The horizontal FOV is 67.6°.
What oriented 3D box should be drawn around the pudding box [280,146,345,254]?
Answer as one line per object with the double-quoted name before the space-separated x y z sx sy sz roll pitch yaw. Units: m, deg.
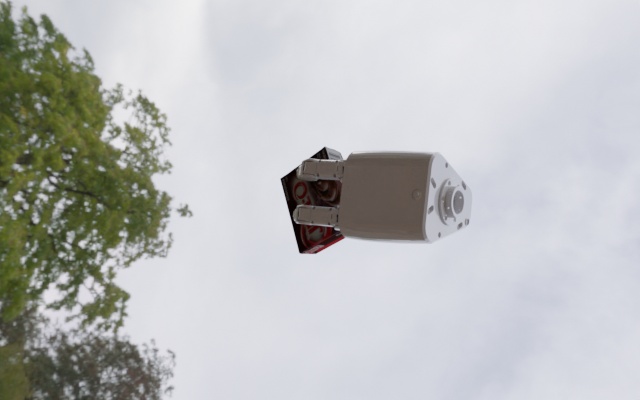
"pudding box" 0.000 0.002 0.614 0.090 0.113 0.039 -32 -28 35
